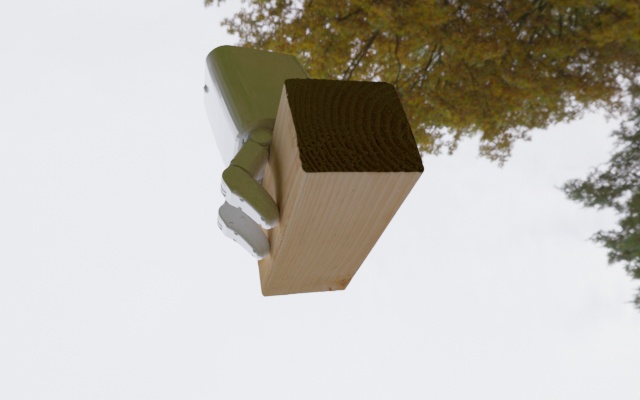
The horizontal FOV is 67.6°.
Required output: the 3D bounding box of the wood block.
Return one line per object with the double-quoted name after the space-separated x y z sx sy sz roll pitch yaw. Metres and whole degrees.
0.000 0.001 0.422 0.091 0.090 0.206 -2 -32 -17 "wood block"
